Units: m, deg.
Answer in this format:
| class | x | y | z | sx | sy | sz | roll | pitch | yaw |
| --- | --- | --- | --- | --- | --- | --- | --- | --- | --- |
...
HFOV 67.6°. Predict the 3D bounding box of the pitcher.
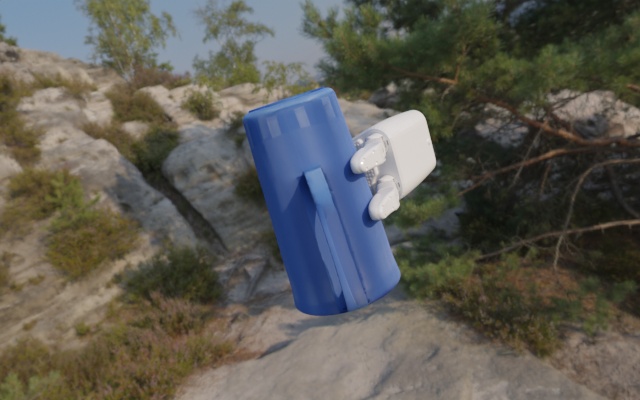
| class | x | y | z | sx | sy | sz | roll | pitch | yaw |
| --- | --- | --- | --- | --- | --- | --- | --- | --- | --- |
| pitcher | 0.000 | 0.002 | 0.546 | 0.149 | 0.243 | 0.145 | -6 | 18 | 43 |
